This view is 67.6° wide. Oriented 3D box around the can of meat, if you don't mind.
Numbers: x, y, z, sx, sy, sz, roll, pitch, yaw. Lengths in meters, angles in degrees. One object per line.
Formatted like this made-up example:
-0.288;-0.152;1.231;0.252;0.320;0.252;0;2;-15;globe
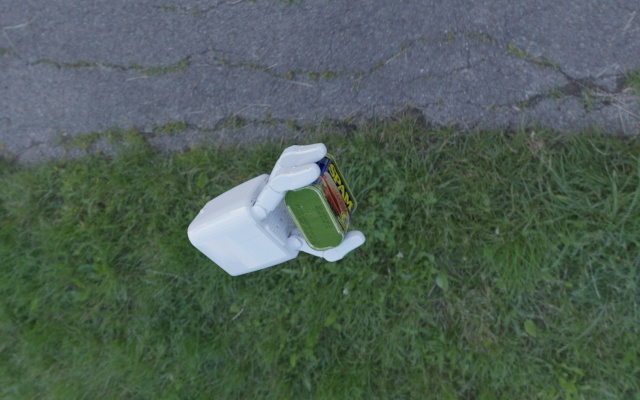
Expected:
0.000;0.002;0.614;0.057;0.102;0.084;-17;26;23;can of meat
